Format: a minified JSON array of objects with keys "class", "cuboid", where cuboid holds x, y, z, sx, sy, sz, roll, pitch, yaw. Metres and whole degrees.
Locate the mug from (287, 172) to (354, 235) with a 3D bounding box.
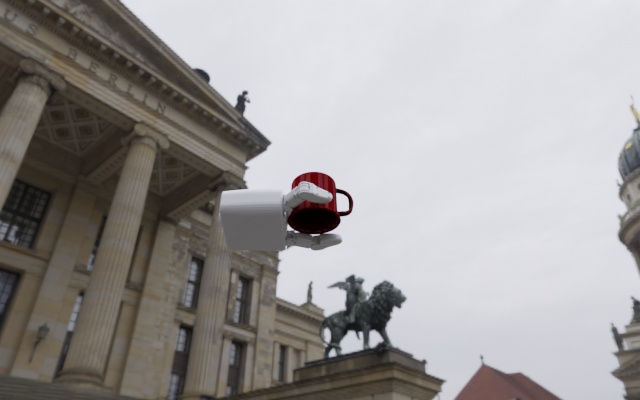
[{"class":"mug","cuboid":[0.002,0.003,0.847,0.117,0.081,0.093,-1,-33,0]}]
